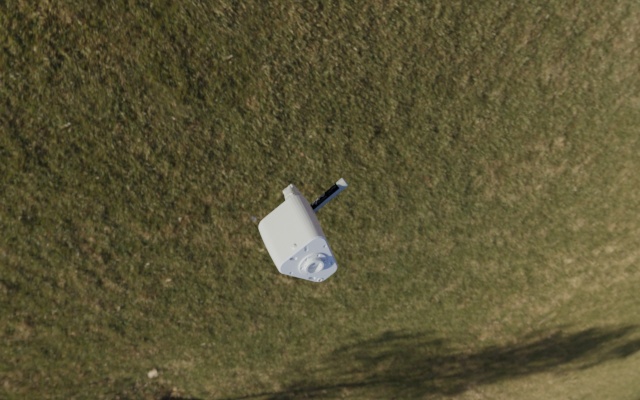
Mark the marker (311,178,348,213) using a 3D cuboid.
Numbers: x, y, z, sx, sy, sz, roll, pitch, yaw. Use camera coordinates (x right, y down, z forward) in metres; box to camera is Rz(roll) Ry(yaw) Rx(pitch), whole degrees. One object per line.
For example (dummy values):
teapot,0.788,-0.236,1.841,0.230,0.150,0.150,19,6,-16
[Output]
marker,0.000,0.003,0.889,0.121,0.020,0.020,-39,-7,9
